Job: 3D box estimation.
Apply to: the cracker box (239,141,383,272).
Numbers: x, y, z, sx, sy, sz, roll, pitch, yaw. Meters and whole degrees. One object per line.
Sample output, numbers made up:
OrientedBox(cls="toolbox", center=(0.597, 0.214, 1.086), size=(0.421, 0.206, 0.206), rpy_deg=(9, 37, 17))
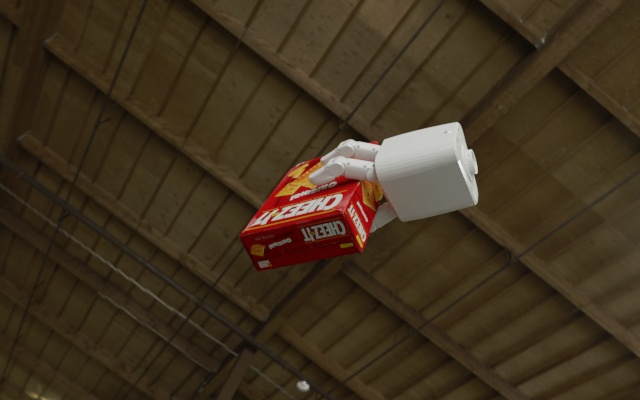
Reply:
OrientedBox(cls="cracker box", center=(0.000, 0.002, 0.701), size=(0.164, 0.072, 0.213), rpy_deg=(-15, 24, 27))
